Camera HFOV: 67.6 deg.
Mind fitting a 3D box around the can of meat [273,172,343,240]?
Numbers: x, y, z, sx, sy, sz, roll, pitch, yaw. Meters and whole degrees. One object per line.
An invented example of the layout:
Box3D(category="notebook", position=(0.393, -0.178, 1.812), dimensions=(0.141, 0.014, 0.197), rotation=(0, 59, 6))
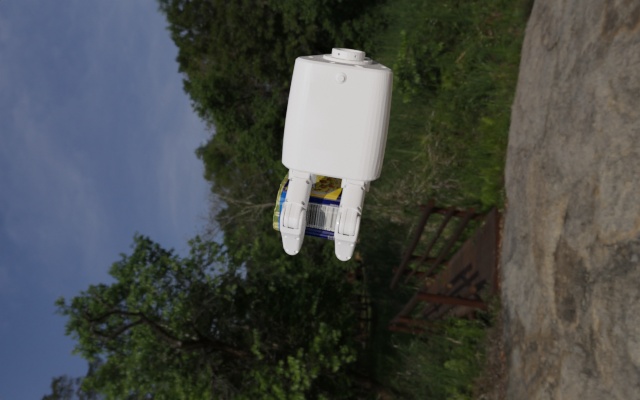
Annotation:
Box3D(category="can of meat", position=(0.000, 0.002, 0.532), dimensions=(0.084, 0.057, 0.102), rotation=(10, 24, 6))
